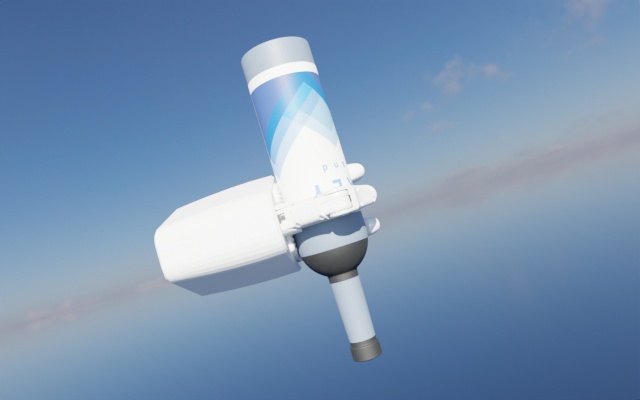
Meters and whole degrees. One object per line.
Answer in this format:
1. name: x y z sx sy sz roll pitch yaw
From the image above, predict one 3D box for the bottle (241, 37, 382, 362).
1. bottle: 0.000 0.001 0.442 0.069 0.295 0.069 -17 -4 -1
